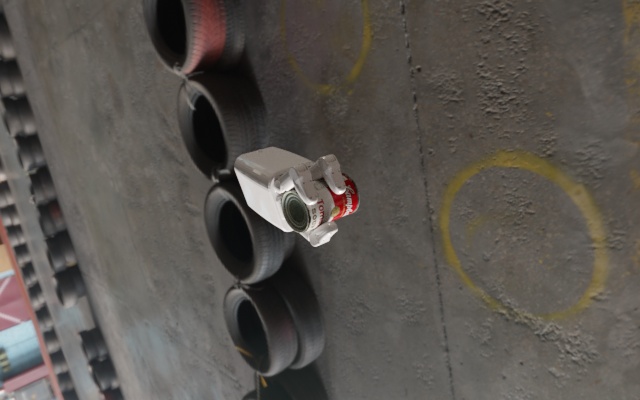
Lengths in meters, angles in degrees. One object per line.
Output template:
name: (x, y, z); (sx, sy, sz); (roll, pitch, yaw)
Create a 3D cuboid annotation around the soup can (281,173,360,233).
soup can: (0.000, 0.003, 0.726); (0.102, 0.068, 0.068); (-20, 12, -36)
